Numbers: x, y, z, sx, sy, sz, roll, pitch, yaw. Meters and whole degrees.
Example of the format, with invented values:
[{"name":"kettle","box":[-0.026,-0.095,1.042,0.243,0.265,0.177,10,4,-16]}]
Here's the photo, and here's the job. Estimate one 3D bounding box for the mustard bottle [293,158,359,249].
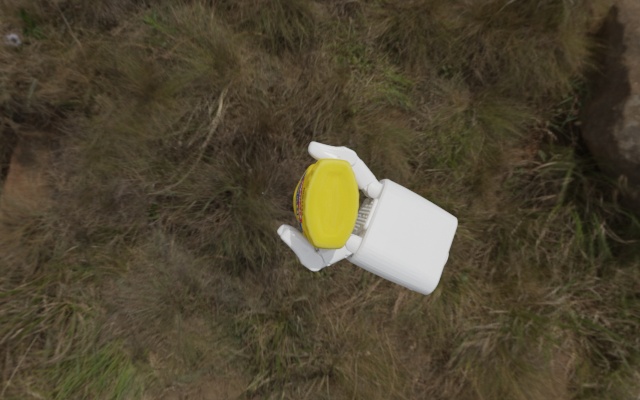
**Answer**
[{"name":"mustard bottle","box":[0.000,0.002,0.586,0.058,0.096,0.191,2,1,-8]}]
